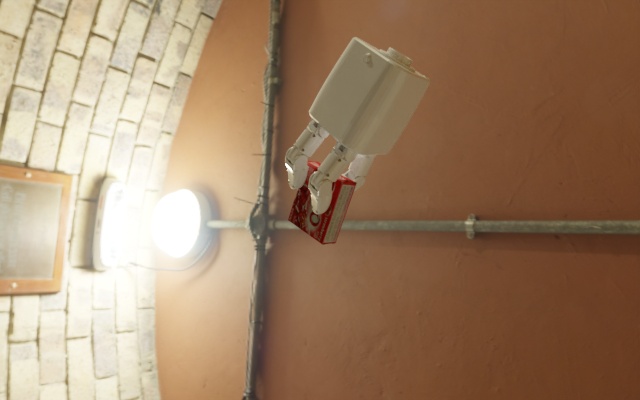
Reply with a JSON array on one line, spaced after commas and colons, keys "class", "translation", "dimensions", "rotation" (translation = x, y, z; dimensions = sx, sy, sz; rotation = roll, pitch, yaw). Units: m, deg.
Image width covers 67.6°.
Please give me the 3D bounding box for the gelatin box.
[{"class": "gelatin box", "translation": [0.000, 0.002, 0.625], "dimensions": [0.030, 0.089, 0.073], "rotation": [1, 23, -45]}]
